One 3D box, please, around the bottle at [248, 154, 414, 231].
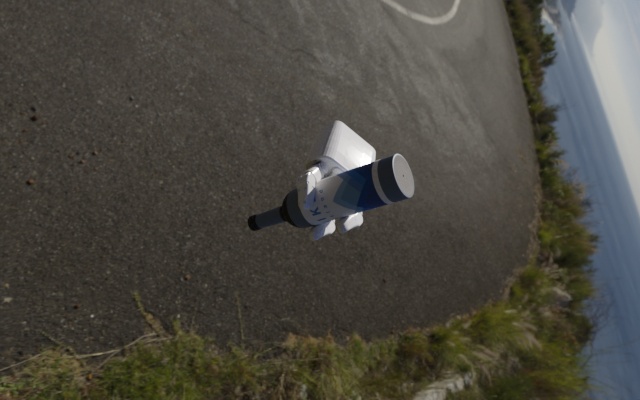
[{"bbox_3d":[0.000,0.002,0.758,0.296,0.069,0.069,-18,-10,32],"label":"bottle"}]
